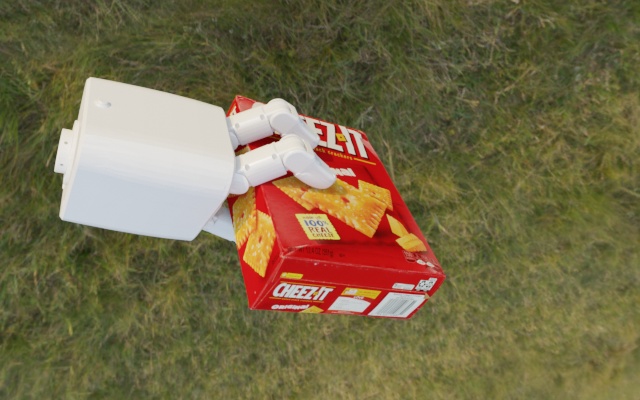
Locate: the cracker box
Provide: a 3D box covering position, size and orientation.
[{"bbox_3d":[0.000,0.002,0.450,0.164,0.072,0.213,12,38,-31],"label":"cracker box"}]
